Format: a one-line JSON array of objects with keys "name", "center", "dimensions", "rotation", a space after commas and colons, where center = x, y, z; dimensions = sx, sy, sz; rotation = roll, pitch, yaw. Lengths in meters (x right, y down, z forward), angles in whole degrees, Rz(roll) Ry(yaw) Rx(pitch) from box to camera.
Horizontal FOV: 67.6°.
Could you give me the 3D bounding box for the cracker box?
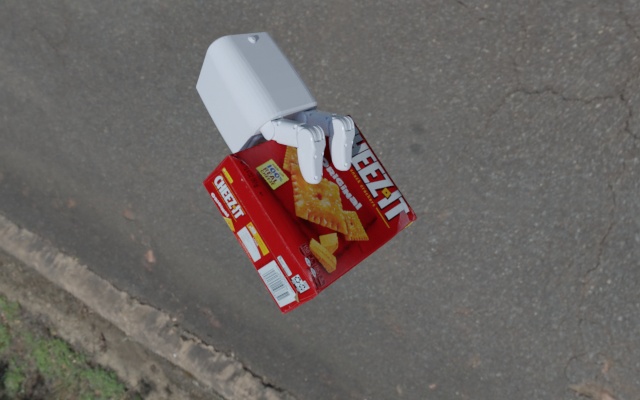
[{"name": "cracker box", "center": [0.000, 0.002, 0.549], "dimensions": [0.213, 0.164, 0.072], "rotation": [-28, -6, -46]}]
